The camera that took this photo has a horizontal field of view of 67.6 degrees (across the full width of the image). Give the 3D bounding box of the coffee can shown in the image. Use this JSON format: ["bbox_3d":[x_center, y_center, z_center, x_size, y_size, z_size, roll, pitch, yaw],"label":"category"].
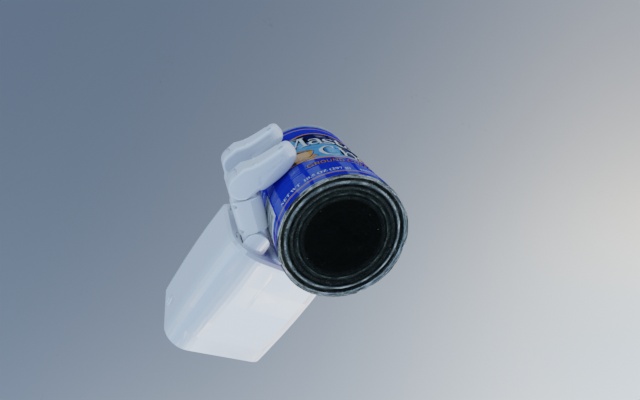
[{"bbox_3d":[0.000,0.001,0.415,0.103,0.103,0.140,0,23,-16],"label":"coffee can"}]
